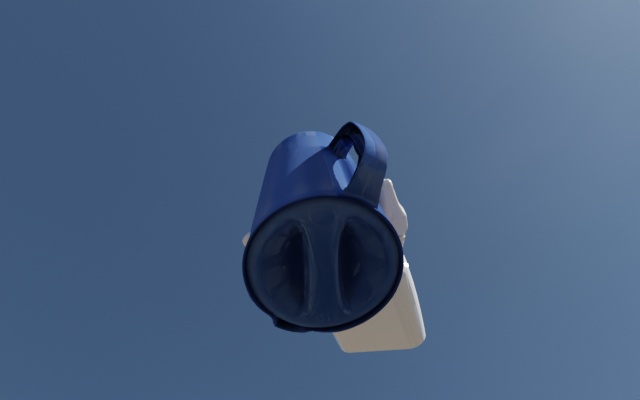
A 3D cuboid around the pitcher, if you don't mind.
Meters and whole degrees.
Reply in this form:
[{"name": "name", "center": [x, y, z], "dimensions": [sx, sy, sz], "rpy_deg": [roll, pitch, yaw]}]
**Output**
[{"name": "pitcher", "center": [0.000, 0.002, 0.491], "dimensions": [0.149, 0.145, 0.242], "rpy_deg": [-21, 24, 5]}]
